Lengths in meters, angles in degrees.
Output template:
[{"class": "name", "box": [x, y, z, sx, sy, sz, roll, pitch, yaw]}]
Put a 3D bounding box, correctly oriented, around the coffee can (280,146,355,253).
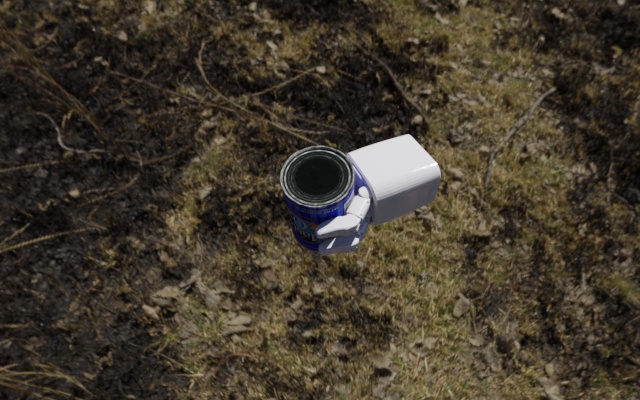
[{"class": "coffee can", "box": [0.000, 0.002, 0.709, 0.103, 0.102, 0.140, 0, -32, 5]}]
